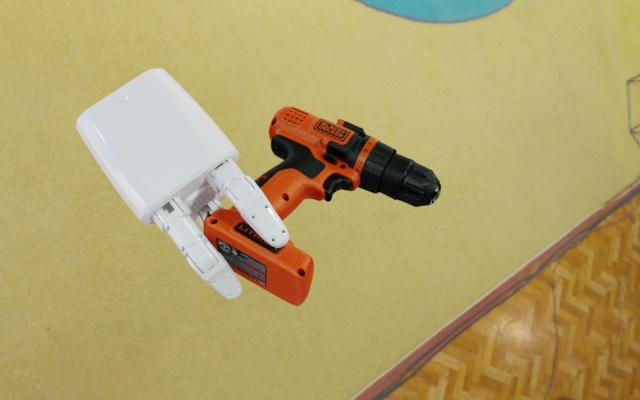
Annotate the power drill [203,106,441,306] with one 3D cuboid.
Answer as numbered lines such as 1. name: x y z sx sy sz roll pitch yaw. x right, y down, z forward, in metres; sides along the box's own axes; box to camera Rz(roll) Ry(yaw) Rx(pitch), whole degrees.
1. power drill: 0.000 0.002 0.440 0.184 0.057 0.187 25 52 16
